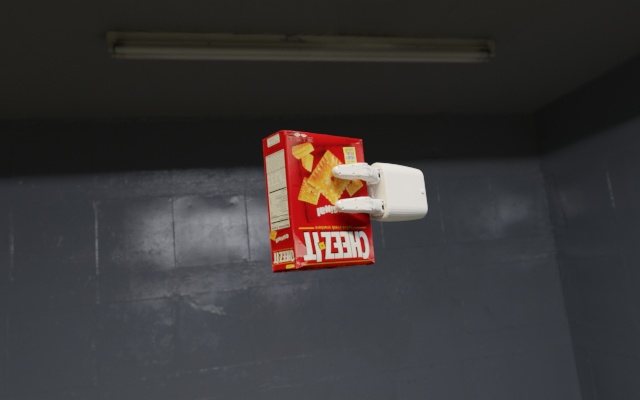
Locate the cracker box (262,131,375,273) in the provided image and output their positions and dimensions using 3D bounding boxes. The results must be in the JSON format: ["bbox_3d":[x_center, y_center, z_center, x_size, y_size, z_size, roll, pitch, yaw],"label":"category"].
[{"bbox_3d":[0.000,0.002,0.768,0.164,0.213,0.072,2,-12,-38],"label":"cracker box"}]
